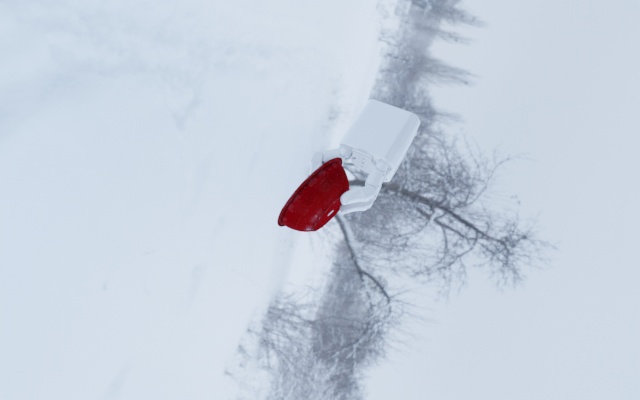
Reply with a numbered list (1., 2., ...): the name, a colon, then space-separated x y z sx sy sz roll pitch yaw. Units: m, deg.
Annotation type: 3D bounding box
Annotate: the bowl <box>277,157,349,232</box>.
1. bowl: 0.000 0.004 0.834 0.055 0.162 0.162 43 11 12
